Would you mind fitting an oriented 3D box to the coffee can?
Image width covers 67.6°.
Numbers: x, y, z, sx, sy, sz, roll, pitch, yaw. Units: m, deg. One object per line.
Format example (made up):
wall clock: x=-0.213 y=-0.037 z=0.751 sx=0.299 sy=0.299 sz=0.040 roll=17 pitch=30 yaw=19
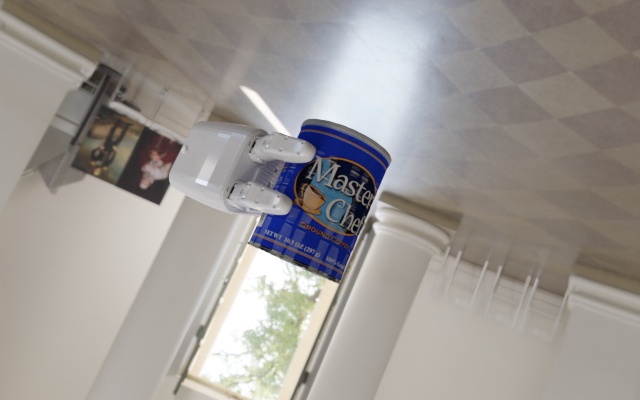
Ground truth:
coffee can: x=0.000 y=0.002 z=0.495 sx=0.103 sy=0.140 sz=0.103 roll=23 pitch=-9 yaw=4
